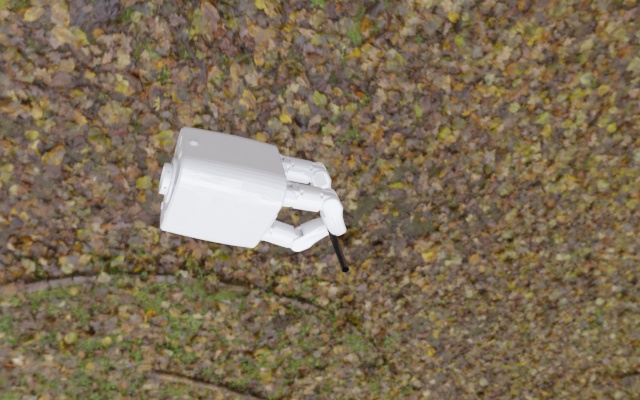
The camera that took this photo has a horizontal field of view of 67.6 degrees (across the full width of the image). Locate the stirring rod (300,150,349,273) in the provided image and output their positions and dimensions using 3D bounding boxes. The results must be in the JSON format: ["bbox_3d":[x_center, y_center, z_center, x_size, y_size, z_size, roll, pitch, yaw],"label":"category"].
[{"bbox_3d":[0.000,0.002,0.592,0.011,0.011,0.239,0,36,-16],"label":"stirring rod"}]
